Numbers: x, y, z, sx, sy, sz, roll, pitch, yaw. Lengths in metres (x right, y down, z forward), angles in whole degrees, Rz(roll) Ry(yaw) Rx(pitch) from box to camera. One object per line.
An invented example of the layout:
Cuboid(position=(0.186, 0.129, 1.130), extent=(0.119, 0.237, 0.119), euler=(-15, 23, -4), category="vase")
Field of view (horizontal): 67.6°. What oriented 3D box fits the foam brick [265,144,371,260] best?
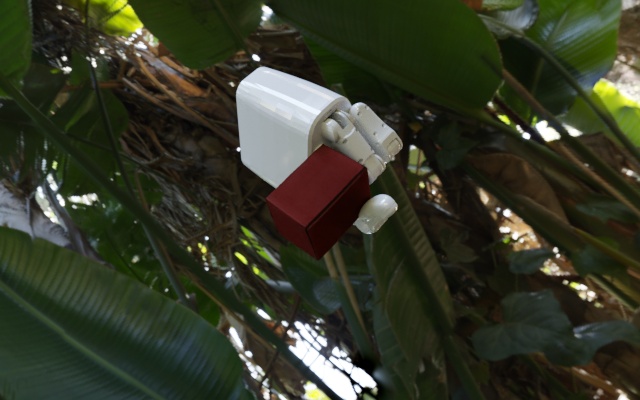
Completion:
Cuboid(position=(0.000, 0.002, 0.415), extent=(0.051, 0.078, 0.053), euler=(31, -26, 29), category="foam brick")
